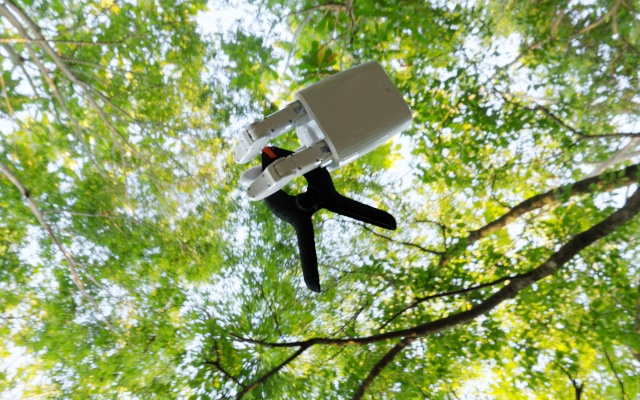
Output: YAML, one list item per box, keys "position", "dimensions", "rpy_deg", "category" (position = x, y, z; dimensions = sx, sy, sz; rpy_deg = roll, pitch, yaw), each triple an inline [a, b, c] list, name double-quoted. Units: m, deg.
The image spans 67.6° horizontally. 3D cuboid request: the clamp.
- position: [0.000, 0.002, 0.532]
  dimensions: [0.120, 0.171, 0.039]
  rpy_deg: [-29, -12, -12]
  category: "clamp"
